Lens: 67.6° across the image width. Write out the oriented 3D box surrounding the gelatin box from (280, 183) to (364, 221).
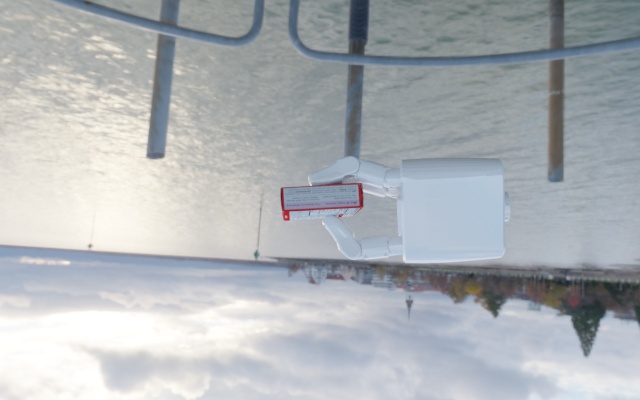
[{"bbox_3d":[0.000,0.002,0.540,0.089,0.030,0.073,-4,-9,-4],"label":"gelatin box"}]
